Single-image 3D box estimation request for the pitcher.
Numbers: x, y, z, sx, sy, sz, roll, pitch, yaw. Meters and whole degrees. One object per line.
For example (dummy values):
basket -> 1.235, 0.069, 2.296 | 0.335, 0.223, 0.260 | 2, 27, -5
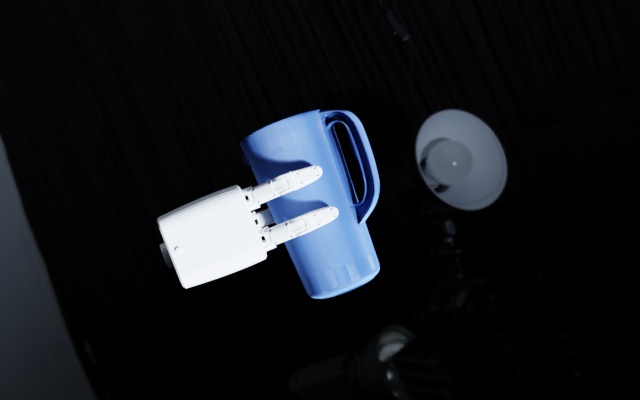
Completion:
pitcher -> 0.000, 0.002, 0.659 | 0.145, 0.243, 0.149 | -22, 0, -17
